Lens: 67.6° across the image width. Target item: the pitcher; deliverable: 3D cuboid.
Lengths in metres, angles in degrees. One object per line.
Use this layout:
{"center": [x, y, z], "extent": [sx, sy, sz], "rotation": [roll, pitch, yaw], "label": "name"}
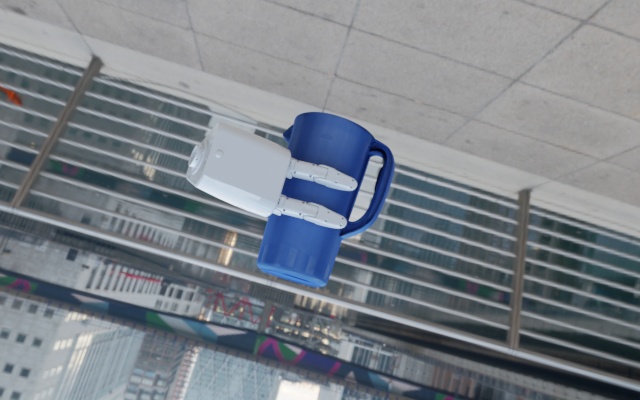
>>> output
{"center": [0.000, 0.002, 0.714], "extent": [0.145, 0.242, 0.149], "rotation": [23, -15, -25], "label": "pitcher"}
